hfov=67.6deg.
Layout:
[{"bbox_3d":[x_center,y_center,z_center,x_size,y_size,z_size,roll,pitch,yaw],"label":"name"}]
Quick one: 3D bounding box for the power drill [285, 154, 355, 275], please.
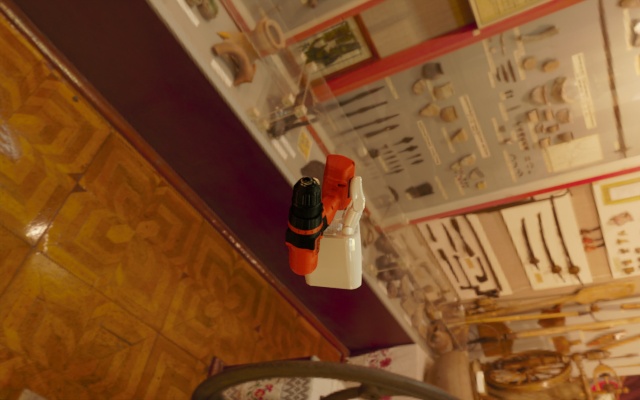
[{"bbox_3d":[0.000,0.003,0.776,0.057,0.185,0.187,19,41,14],"label":"power drill"}]
